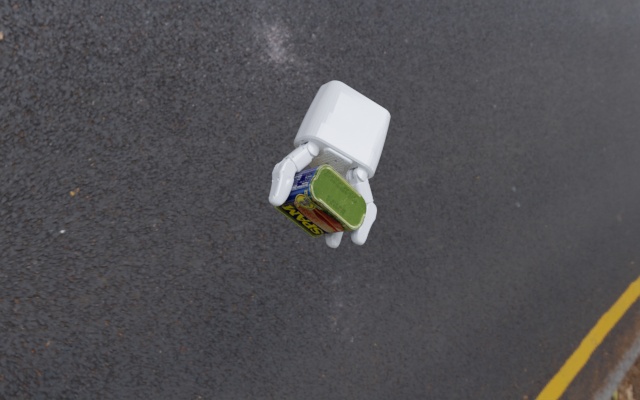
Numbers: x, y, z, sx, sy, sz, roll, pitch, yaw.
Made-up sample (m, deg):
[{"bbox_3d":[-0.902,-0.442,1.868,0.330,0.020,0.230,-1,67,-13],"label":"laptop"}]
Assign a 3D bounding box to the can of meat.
[{"bbox_3d":[0.000,0.002,0.633,0.102,0.057,0.084,40,-31,-28],"label":"can of meat"}]
